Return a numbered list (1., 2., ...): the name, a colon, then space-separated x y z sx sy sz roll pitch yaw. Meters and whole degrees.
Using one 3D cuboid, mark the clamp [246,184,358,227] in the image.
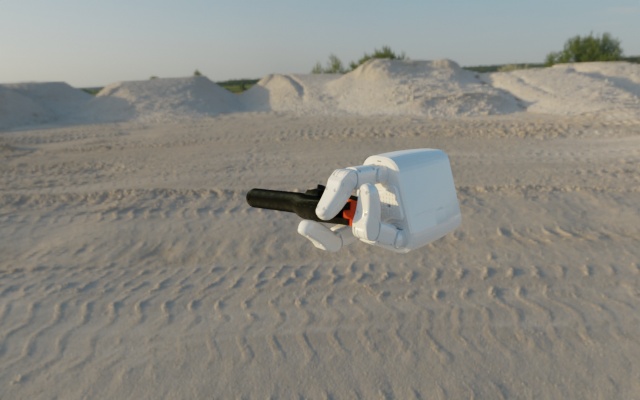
1. clamp: 0.000 0.001 0.593 0.120 0.039 0.171 -14 19 -39
